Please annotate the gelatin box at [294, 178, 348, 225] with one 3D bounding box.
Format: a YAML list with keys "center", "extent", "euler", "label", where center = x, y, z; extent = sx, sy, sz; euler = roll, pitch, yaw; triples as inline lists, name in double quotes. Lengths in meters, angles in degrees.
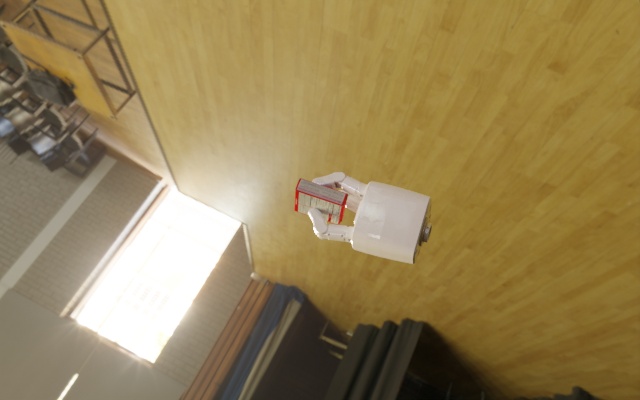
- center: [0.000, 0.003, 0.832]
  extent: [0.089, 0.030, 0.073]
  euler: [17, -29, 6]
  label: "gelatin box"
